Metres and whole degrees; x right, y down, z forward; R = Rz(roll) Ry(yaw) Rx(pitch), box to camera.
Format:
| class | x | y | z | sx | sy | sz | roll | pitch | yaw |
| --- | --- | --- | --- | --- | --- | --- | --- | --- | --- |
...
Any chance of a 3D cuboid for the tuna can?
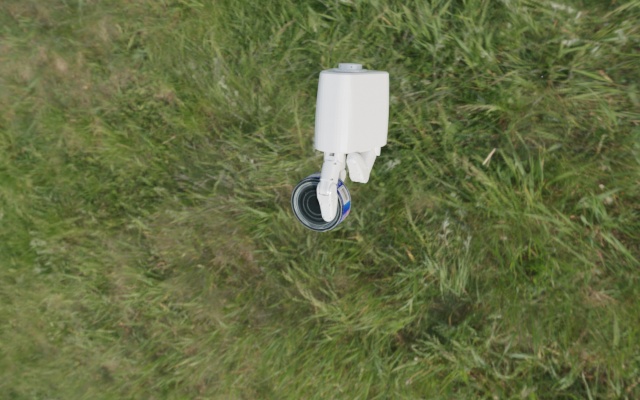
| class | x | y | z | sx | sy | sz | roll | pitch | yaw |
| --- | --- | --- | --- | --- | --- | --- | --- | --- | --- |
| tuna can | 0.000 | 0.003 | 0.712 | 0.086 | 0.086 | 0.033 | 0 | 19 | 26 |
